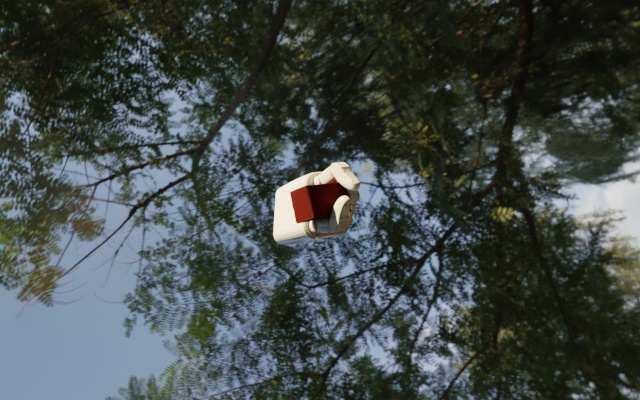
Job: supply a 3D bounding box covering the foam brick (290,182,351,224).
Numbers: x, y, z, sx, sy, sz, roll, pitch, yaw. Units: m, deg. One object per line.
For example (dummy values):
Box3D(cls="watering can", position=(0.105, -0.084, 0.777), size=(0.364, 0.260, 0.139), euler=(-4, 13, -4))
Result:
Box3D(cls="foam brick", position=(0.000, 0.002, 0.748), size=(0.078, 0.053, 0.051), euler=(-8, -6, -38))
